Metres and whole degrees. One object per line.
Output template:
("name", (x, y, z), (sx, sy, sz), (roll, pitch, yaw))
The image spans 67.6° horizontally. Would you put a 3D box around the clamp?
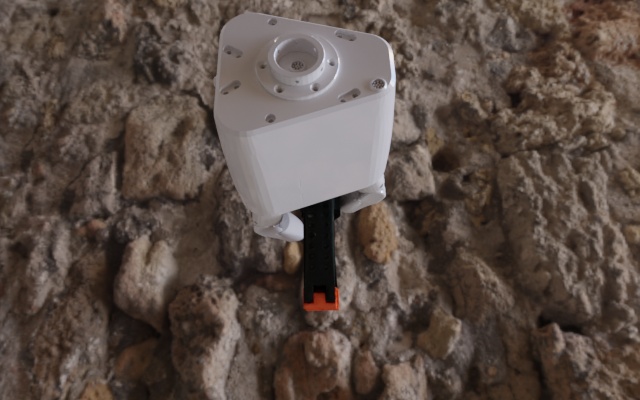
("clamp", (0.001, 0.002, 0.443), (0.036, 0.210, 0.165), (-2, -25, 2))
